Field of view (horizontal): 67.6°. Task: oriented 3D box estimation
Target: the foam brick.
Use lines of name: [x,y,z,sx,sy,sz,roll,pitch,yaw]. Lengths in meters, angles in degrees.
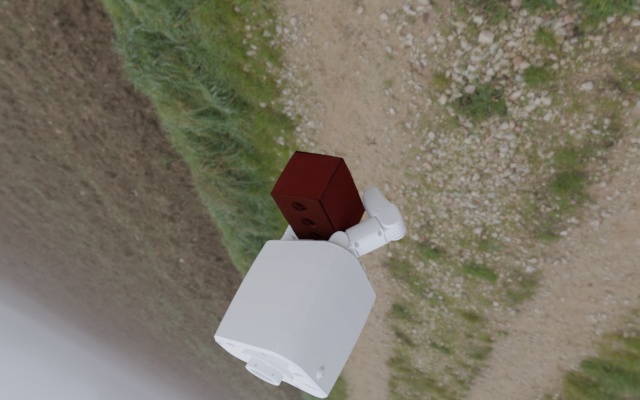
foam brick: [0.000,0.001,0.438,0.053,0.051,0.078,10,-35,33]
